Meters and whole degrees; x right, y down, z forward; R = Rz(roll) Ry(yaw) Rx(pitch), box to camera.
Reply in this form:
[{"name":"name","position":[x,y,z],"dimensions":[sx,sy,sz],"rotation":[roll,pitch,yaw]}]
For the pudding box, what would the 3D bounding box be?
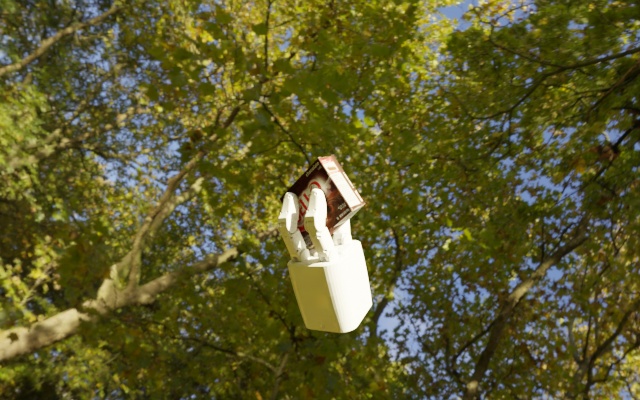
[{"name":"pudding box","position":[0.000,0.002,0.694],"dimensions":[0.039,0.090,0.113],"rotation":[-19,-19,-49]}]
